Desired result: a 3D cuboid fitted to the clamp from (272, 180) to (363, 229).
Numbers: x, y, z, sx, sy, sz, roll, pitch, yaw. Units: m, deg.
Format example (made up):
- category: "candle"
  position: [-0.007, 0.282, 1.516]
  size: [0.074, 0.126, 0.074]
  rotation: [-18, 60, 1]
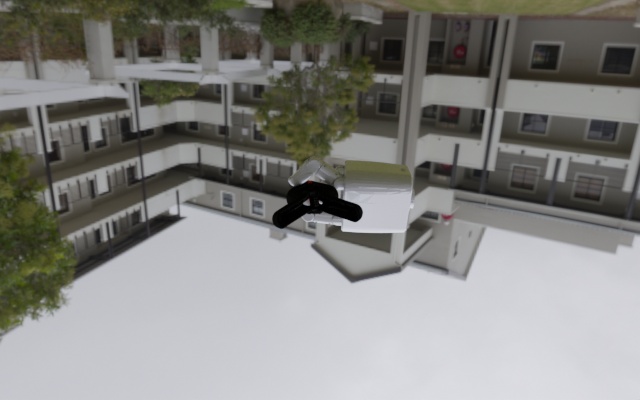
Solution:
- category: "clamp"
  position: [0.000, 0.003, 0.699]
  size: [0.120, 0.039, 0.171]
  rotation: [3, 19, 2]
